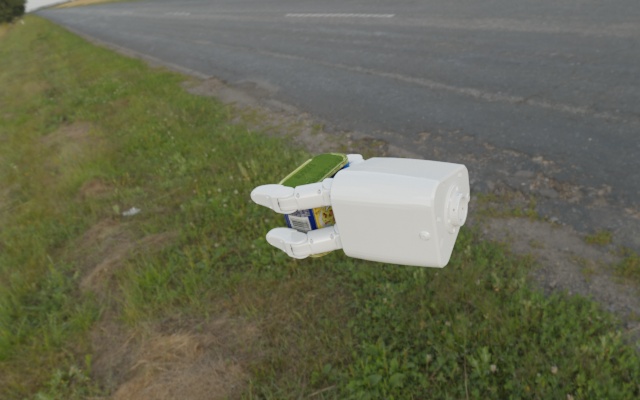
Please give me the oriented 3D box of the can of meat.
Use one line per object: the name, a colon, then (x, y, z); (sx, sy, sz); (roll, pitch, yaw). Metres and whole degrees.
can of meat: (0.000, 0.001, 0.560); (0.057, 0.084, 0.102); (9, 36, 36)
